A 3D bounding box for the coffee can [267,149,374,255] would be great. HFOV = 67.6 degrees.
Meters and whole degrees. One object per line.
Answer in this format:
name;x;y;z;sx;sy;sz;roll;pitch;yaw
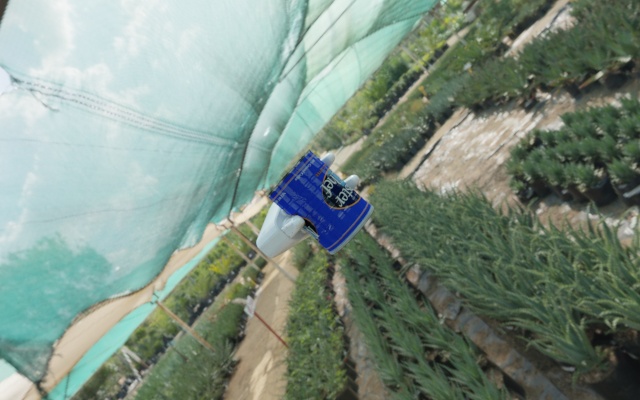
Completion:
coffee can;0.000;0.003;0.765;0.140;0.103;0.103;42;-4;-4
